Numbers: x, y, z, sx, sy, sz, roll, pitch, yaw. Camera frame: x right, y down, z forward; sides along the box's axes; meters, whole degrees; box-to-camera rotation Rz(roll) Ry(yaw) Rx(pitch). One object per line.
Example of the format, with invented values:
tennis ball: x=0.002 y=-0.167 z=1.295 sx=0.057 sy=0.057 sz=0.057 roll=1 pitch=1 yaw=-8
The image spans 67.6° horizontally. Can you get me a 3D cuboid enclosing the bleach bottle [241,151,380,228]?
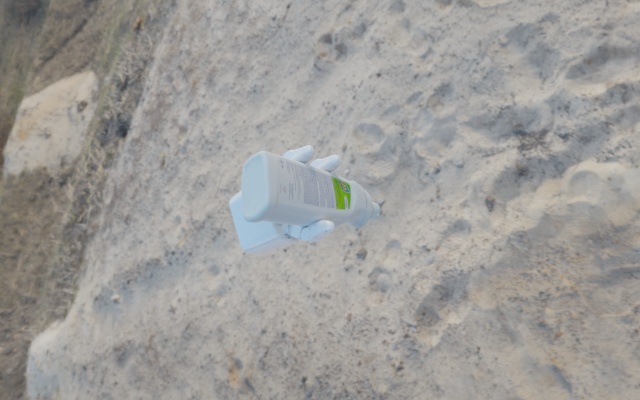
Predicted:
bleach bottle: x=0.000 y=0.002 z=0.740 sx=0.251 sy=0.102 sz=0.068 roll=15 pitch=-29 yaw=-40
